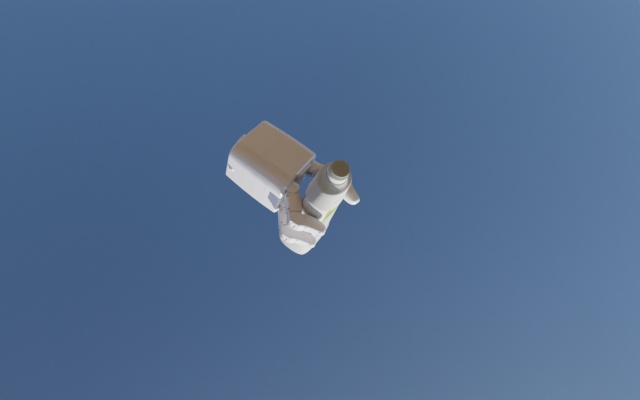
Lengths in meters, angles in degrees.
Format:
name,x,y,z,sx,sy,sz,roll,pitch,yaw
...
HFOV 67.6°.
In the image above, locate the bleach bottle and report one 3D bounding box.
name,x,y,z,sx,sy,sz,roll,pitch,yaw
bleach bottle,0.000,0.003,0.780,0.068,0.102,0.251,36,-30,3
